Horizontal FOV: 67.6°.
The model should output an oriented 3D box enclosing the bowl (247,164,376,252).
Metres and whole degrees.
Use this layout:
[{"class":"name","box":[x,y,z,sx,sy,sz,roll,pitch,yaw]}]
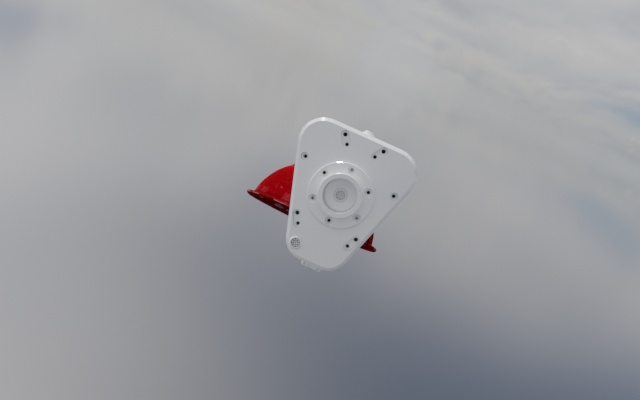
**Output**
[{"class":"bowl","box":[0.000,0.001,0.550,0.162,0.055,0.162,25,-7,3]}]
